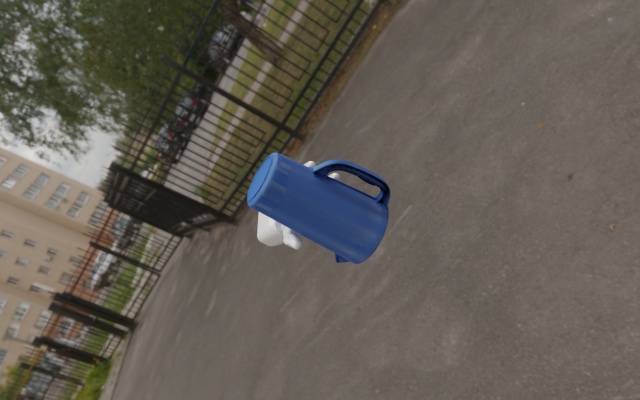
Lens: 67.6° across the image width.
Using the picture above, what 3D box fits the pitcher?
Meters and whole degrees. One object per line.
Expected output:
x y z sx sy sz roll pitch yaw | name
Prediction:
0.000 0.003 0.875 0.243 0.149 0.145 27 -24 -20 | pitcher
